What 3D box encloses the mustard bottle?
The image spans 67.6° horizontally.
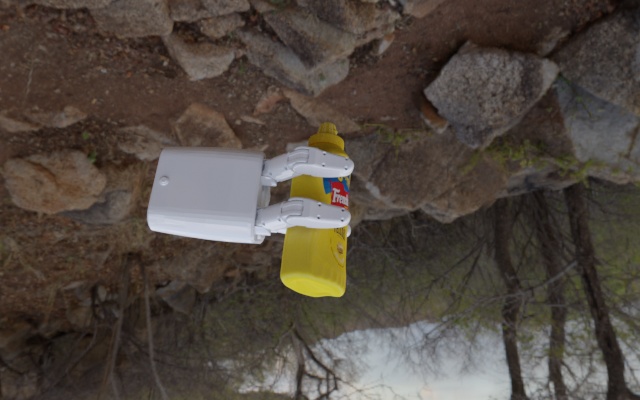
[{"bbox_3d":[0.000,0.002,0.517,0.058,0.191,0.096,-5,-24,23],"label":"mustard bottle"}]
